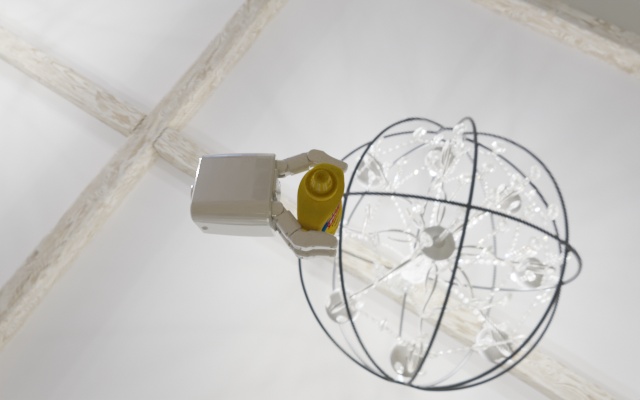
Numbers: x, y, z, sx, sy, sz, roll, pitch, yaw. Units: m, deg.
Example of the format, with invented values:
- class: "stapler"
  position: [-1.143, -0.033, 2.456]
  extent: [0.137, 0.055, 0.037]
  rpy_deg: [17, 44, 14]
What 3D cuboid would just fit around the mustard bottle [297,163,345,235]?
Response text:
- class: "mustard bottle"
  position: [0.000, 0.002, 0.652]
  extent: [0.058, 0.096, 0.192]
  rpy_deg: [23, -17, 8]
